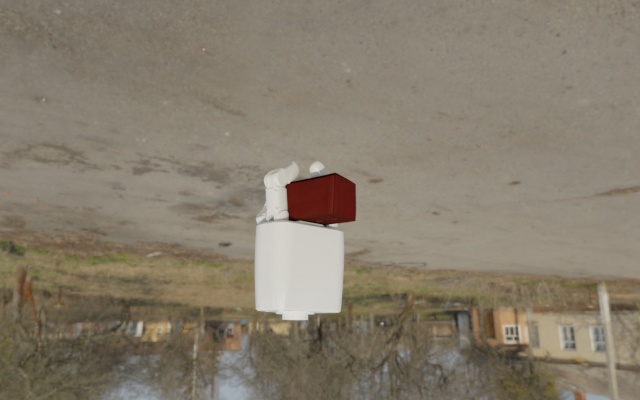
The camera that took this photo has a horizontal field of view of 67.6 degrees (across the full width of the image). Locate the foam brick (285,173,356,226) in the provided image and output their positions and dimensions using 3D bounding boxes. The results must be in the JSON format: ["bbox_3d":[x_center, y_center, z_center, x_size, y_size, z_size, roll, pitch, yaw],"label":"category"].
[{"bbox_3d":[0.000,0.002,0.603,0.078,0.051,0.053,-10,-19,34],"label":"foam brick"}]
